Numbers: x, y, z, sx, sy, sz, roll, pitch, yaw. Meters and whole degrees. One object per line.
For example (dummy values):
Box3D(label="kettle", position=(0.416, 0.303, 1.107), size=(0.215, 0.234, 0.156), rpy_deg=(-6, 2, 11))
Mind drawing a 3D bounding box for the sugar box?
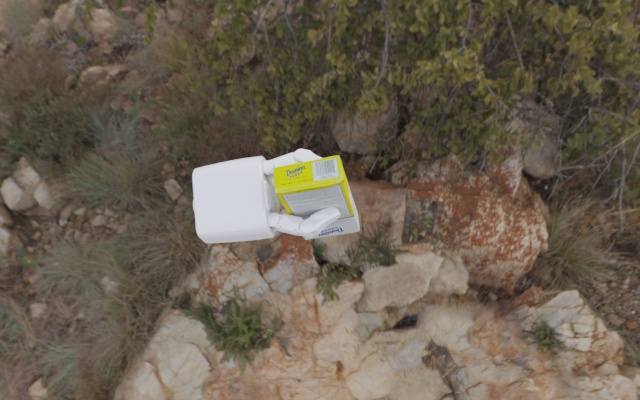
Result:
Box3D(label="sugar box", position=(0.000, 0.002, 0.698), size=(0.093, 0.048, 0.176), rpy_deg=(-9, -25, 7))
